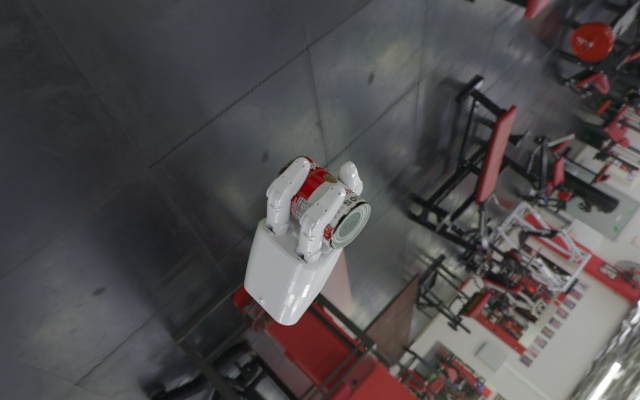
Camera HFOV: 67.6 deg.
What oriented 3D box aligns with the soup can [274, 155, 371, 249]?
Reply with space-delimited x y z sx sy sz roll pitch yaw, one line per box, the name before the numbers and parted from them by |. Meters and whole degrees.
soup can | 0.001 0.002 0.564 0.102 0.068 0.068 39 19 26
